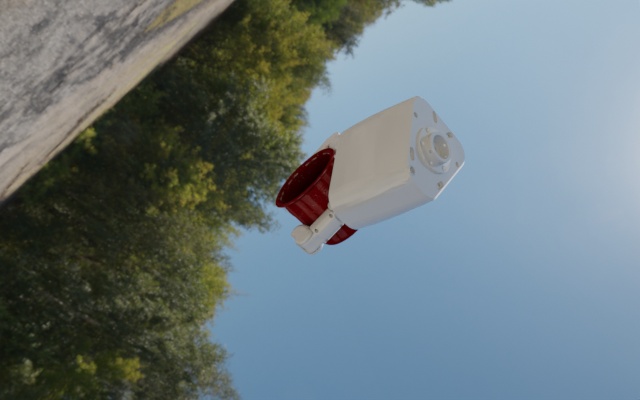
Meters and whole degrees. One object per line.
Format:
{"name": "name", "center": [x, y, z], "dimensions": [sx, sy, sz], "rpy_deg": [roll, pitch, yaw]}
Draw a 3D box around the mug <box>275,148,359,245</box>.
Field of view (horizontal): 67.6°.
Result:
{"name": "mug", "center": [-0.001, 0.002, 0.577], "dimensions": [0.081, 0.093, 0.117], "rpy_deg": [44, -38, -20]}
